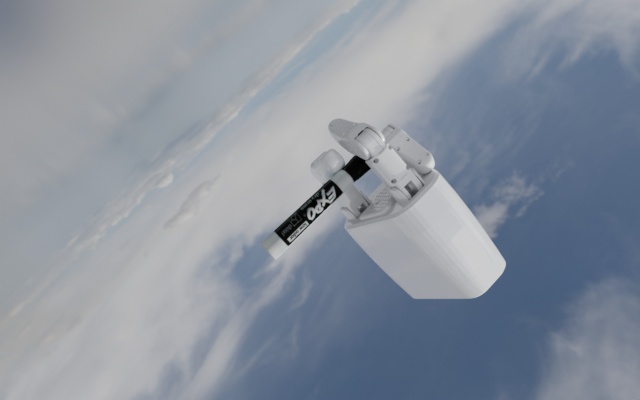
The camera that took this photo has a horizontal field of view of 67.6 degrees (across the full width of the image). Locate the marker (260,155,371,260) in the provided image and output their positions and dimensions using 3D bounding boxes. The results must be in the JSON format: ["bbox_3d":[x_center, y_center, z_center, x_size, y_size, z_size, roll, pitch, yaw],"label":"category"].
[{"bbox_3d":[0.000,0.001,0.400,0.121,0.020,0.020,-43,8,-9],"label":"marker"}]
